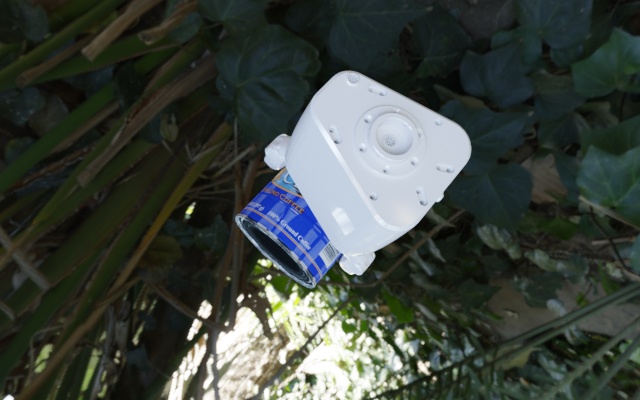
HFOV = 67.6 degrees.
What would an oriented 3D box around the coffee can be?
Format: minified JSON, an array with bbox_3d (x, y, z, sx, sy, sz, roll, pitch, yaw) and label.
[{"bbox_3d":[0.000,0.001,0.480,0.103,0.140,0.103,38,-18,15],"label":"coffee can"}]
